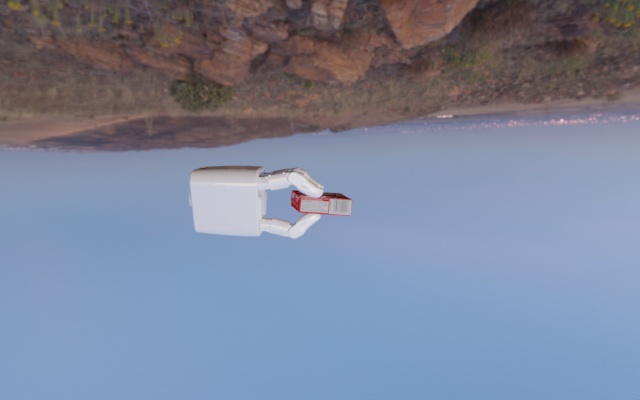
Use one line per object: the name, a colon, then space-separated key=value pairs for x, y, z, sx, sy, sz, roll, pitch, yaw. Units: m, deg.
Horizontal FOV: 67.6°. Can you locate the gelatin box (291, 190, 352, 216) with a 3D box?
gelatin box: x=0.000 y=0.003 z=0.784 sx=0.089 sy=0.030 sz=0.073 roll=4 pitch=8 yaw=-13
